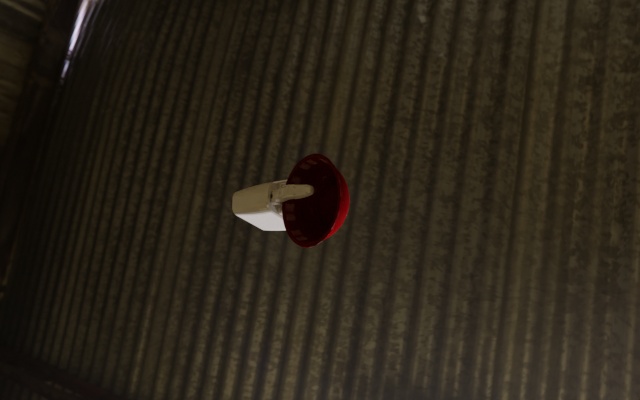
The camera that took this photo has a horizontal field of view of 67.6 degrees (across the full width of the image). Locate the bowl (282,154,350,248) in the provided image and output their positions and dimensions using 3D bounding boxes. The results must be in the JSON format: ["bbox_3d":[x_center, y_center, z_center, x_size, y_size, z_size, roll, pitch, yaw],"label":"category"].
[{"bbox_3d":[0.001,0.003,0.828,0.055,0.162,0.162,9,-6,-38],"label":"bowl"}]
